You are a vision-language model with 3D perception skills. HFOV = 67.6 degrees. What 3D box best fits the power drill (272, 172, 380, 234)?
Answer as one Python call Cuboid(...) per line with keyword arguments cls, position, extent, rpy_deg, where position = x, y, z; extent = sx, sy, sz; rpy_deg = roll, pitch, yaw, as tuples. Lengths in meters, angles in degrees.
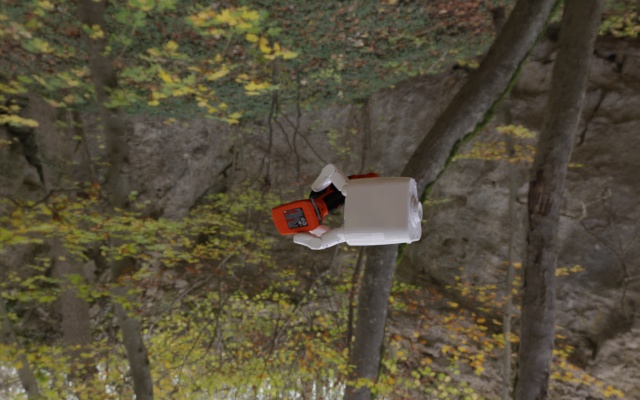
Cuboid(cls="power drill", position=(0.000, 0.003, 0.899), extent=(0.184, 0.057, 0.187), rpy_deg=(-15, 10, 46))
